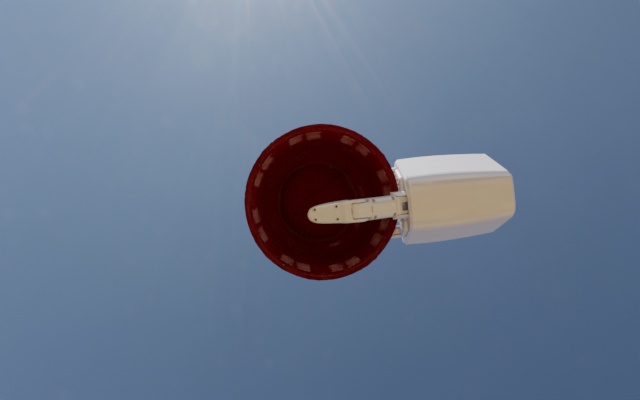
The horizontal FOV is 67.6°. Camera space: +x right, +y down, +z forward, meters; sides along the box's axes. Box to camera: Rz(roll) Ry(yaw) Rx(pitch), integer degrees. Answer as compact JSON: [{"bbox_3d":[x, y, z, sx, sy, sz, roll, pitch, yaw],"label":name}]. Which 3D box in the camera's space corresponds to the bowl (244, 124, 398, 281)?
[{"bbox_3d":[-0.001,0.001,0.516,0.162,0.162,0.055,0,1,-7],"label":"bowl"}]
